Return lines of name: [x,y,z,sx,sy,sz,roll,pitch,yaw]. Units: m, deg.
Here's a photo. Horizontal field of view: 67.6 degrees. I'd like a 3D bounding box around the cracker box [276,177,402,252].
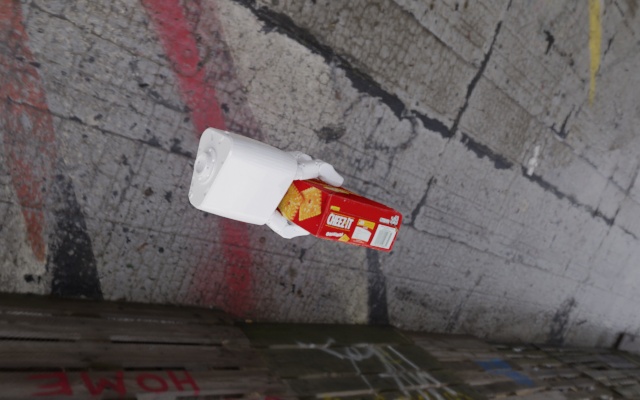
cracker box: [0.000,0.003,0.767,0.164,0.072,0.213,15,9,-41]
